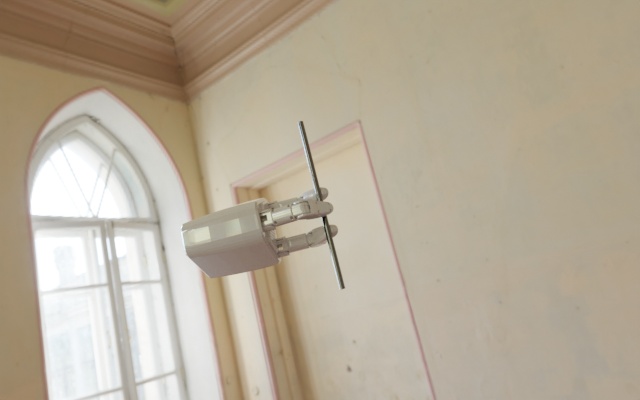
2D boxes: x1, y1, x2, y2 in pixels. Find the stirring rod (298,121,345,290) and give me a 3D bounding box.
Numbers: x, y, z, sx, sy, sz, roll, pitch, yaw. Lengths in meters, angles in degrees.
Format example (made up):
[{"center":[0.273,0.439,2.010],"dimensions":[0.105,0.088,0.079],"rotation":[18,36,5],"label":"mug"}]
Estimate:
[{"center":[0.000,0.002,0.650],"dimensions":[0.011,0.239,0.011],"rotation":[-13,-14,-3],"label":"stirring rod"}]
